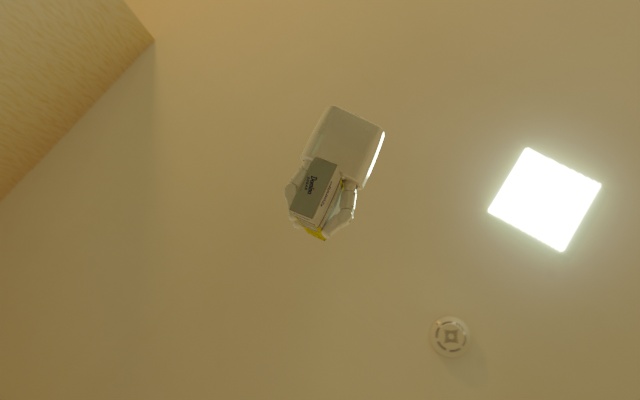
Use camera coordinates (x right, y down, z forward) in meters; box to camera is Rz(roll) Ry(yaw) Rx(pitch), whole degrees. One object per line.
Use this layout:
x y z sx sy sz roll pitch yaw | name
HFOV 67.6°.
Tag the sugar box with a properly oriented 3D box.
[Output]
0.000 0.002 0.781 0.048 0.093 0.176 22 -12 15 | sugar box
